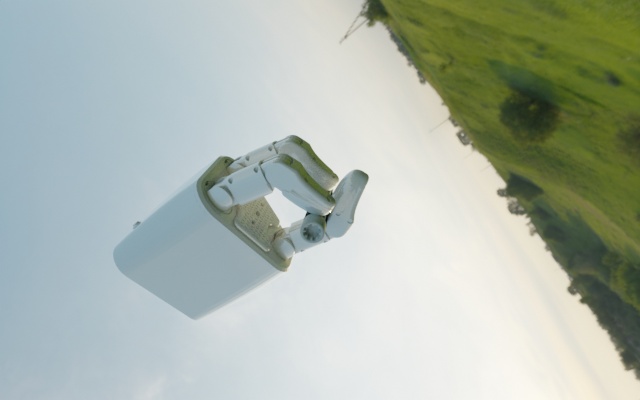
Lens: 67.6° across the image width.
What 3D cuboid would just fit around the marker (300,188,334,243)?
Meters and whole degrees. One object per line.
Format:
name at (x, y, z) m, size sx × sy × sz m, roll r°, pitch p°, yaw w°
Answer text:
marker at (0.000, 0.001, 0.411) m, size 0.020 × 0.020 × 0.121 m, roll 0°, pitch 22°, yaw 7°
